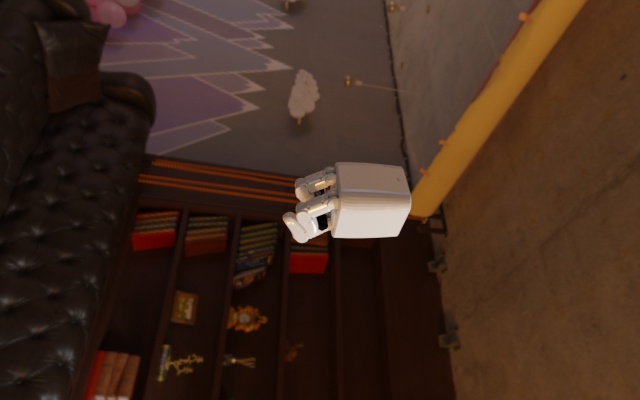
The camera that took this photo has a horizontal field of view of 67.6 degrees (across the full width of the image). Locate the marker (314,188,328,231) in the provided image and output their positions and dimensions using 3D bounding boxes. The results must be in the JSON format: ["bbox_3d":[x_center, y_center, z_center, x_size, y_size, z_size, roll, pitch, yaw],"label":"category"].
[{"bbox_3d":[0.000,0.003,0.766,0.020,0.020,0.121,0,42,-4],"label":"marker"}]
